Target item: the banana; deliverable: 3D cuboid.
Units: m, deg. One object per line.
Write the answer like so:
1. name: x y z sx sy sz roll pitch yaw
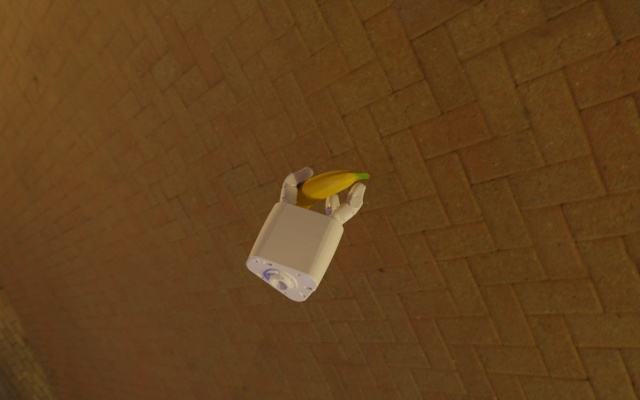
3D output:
1. banana: -0.012 -0.005 0.783 0.070 0.037 0.198 23 -35 -35
